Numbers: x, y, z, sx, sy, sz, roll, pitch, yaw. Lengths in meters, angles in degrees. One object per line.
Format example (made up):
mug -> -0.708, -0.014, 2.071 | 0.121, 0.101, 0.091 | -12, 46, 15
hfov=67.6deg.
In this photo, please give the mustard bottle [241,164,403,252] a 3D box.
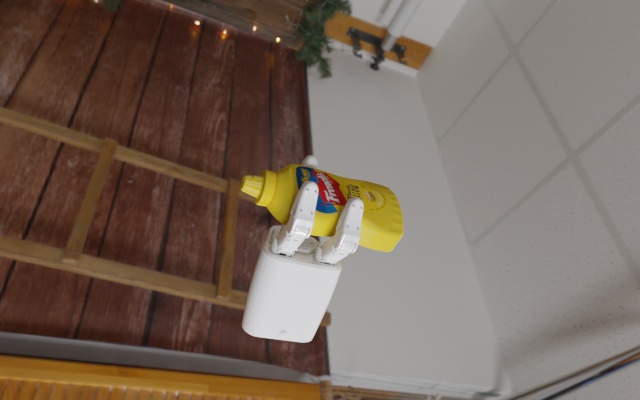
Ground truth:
mustard bottle -> 0.000, 0.002, 0.565 | 0.191, 0.058, 0.096 | 13, 40, -20
